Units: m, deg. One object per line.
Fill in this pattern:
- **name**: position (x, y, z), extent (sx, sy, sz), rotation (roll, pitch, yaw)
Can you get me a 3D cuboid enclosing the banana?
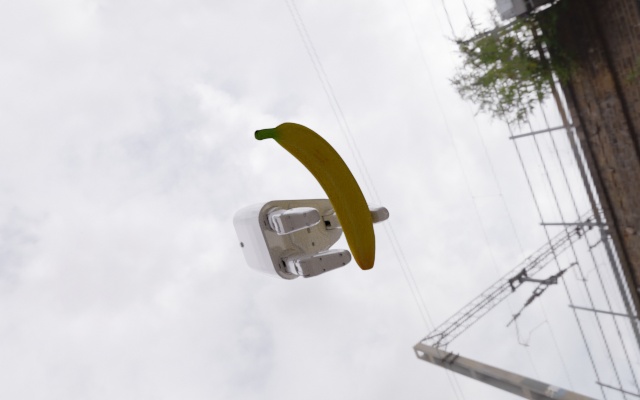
- **banana**: position (0.009, -0.014, 0.508), extent (0.069, 0.198, 0.037), rotation (-49, 22, -25)
